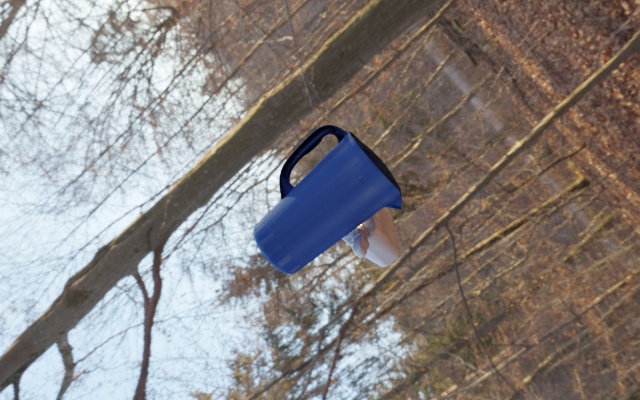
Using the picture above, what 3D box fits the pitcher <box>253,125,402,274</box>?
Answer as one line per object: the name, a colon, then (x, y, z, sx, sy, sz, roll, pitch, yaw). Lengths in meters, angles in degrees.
pitcher: (0.000, 0.003, 0.798, 0.145, 0.243, 0.149, 39, 16, -43)
